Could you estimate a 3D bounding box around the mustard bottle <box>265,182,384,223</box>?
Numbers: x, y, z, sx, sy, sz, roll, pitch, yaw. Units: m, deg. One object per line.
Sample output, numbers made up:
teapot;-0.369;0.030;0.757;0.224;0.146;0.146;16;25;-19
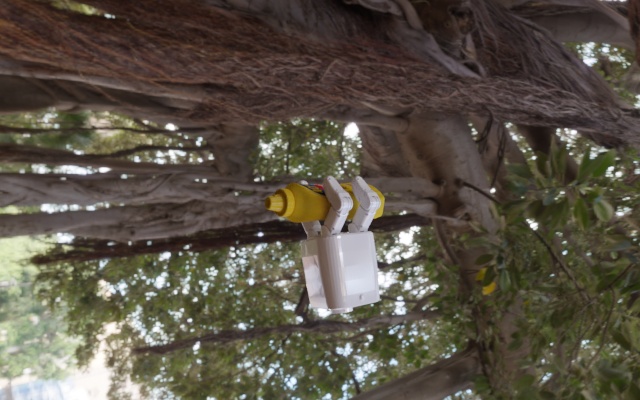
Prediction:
mustard bottle;0.000;0.002;0.734;0.191;0.058;0.096;-2;16;-38
